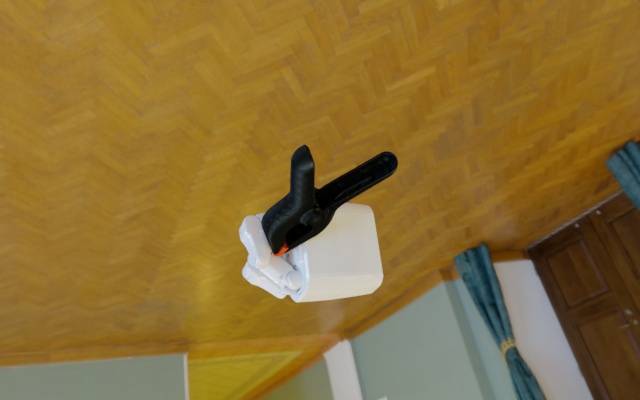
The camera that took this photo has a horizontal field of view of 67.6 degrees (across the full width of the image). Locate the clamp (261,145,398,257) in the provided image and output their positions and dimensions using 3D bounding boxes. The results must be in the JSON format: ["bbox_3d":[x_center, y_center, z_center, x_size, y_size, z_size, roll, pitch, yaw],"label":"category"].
[{"bbox_3d":[0.000,0.002,0.487,0.120,0.039,0.171,0,-32,-29],"label":"clamp"}]
